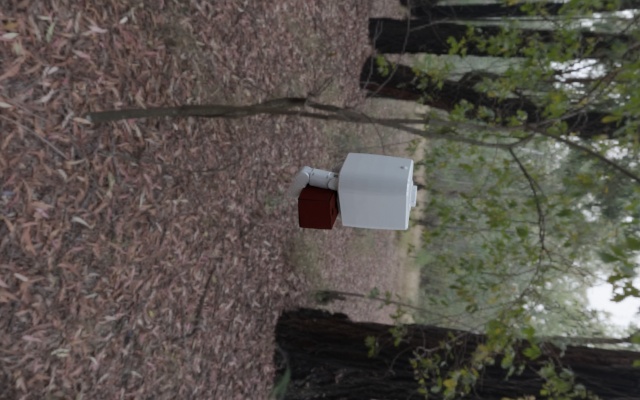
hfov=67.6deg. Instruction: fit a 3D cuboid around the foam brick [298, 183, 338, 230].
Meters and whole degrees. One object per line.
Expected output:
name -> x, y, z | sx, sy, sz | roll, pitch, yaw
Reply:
foam brick -> 0.000, 0.003, 0.745 | 0.051, 0.053, 0.078 | 6, 32, 13
